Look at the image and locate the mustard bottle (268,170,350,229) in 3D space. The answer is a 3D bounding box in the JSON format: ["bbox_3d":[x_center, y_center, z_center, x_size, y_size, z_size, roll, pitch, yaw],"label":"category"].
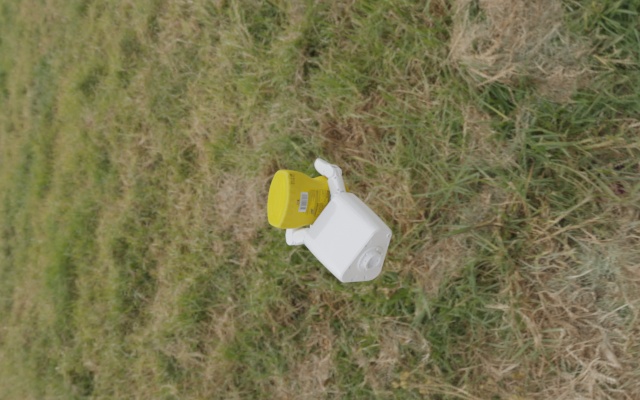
[{"bbox_3d":[0.000,0.003,0.840,0.191,0.096,0.058,5,4,-42],"label":"mustard bottle"}]
